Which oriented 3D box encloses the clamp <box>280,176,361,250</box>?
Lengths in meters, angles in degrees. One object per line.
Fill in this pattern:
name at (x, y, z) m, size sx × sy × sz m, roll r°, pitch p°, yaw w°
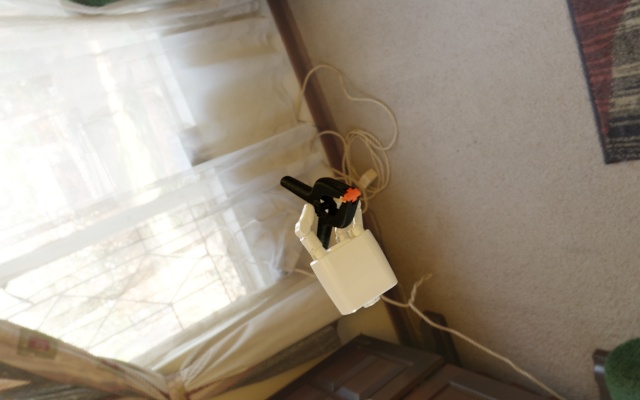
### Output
clamp at (0.000, 0.003, 0.845) m, size 0.036 × 0.164 × 0.210 m, roll -30°, pitch -4°, yaw -29°
